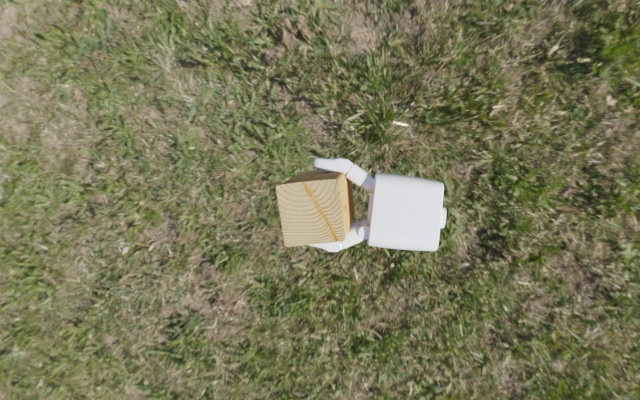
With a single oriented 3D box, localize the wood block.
[{"bbox_3d":[0.000,0.002,0.762,0.090,0.091,0.206,-6,7,9],"label":"wood block"}]
